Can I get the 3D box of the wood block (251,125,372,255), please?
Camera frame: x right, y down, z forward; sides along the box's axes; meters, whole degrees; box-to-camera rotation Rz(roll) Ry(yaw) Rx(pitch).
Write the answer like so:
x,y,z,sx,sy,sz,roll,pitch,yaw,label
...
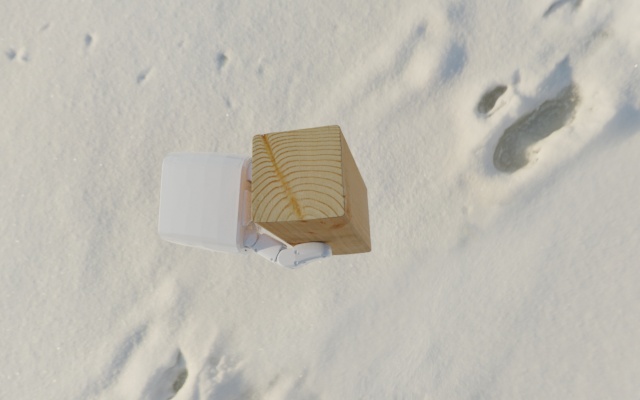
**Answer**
x,y,z,sx,sy,sz,roll,pitch,yaw,label
0.000,0.002,0.540,0.090,0.090,0.206,-5,-16,12,wood block
